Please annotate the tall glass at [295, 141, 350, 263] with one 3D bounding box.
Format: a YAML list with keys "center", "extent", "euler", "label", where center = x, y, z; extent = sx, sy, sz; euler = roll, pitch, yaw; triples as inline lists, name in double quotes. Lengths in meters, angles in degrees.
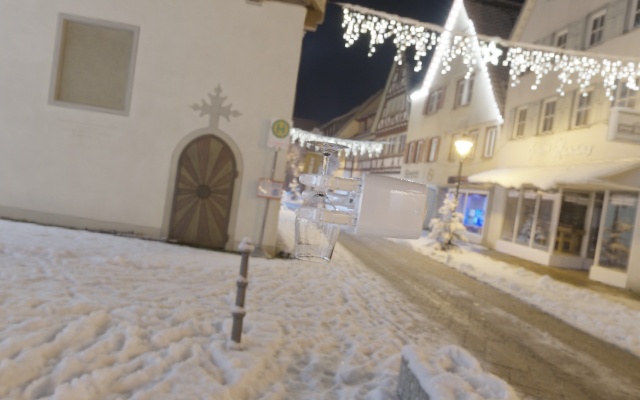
- center: [0.000, 0.002, 0.818]
  extent: [0.079, 0.201, 0.079]
  euler: [8, 2, 0]
  label: "tall glass"
